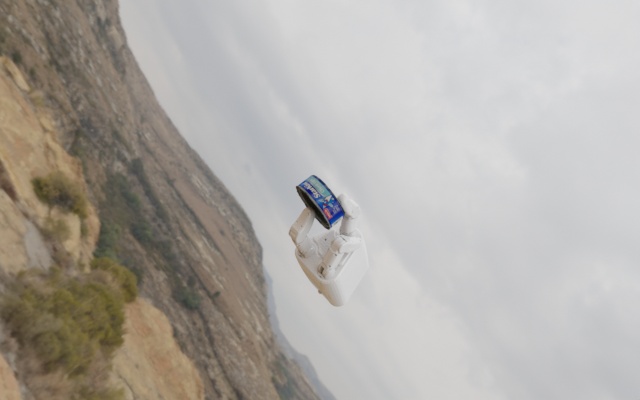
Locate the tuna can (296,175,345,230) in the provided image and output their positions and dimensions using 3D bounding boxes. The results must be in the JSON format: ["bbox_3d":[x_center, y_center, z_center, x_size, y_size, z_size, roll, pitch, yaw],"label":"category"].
[{"bbox_3d":[0.001,0.002,0.745,0.034,0.086,0.086,-38,8,-10],"label":"tuna can"}]
